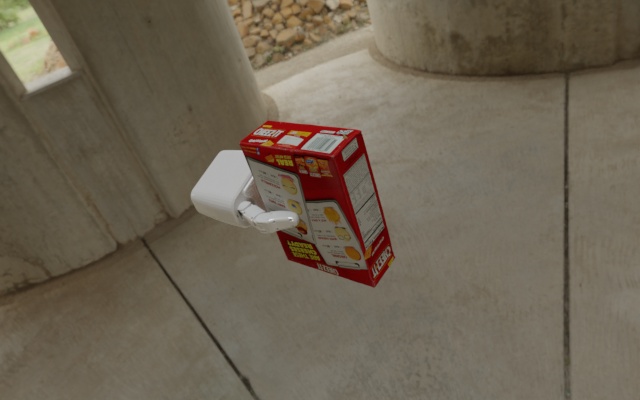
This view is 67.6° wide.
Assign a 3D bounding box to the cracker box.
[{"bbox_3d":[0.000,0.002,0.650,0.164,0.214,0.072,12,45,39],"label":"cracker box"}]
